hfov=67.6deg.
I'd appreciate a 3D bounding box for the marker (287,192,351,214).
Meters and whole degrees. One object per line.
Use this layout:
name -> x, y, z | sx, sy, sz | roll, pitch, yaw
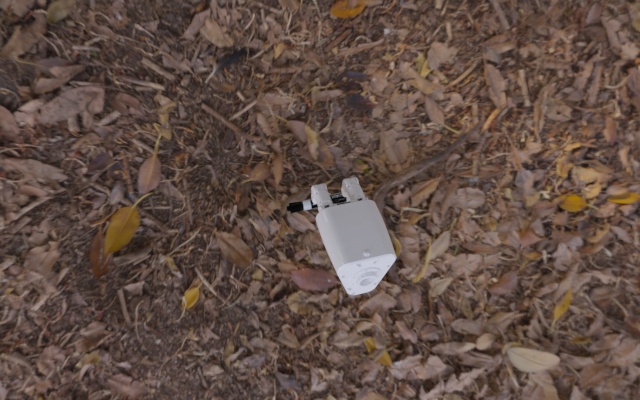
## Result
marker -> 0.000, 0.003, 0.838 | 0.121, 0.020, 0.020 | -12, 2, -10
